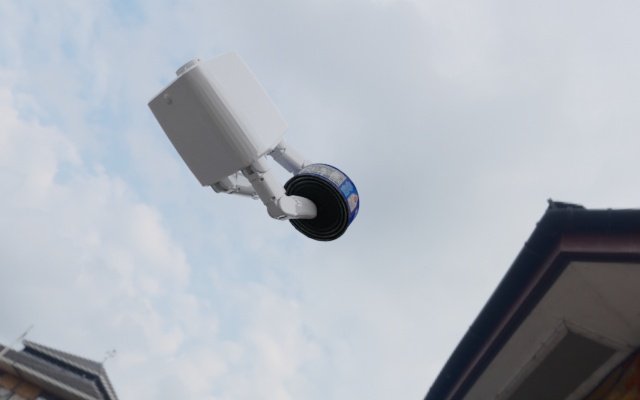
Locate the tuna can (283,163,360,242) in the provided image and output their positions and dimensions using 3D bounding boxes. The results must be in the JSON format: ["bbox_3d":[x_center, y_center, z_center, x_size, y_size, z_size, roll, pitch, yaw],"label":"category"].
[{"bbox_3d":[0.000,0.002,0.540,0.086,0.086,0.033,0,28,31],"label":"tuna can"}]
